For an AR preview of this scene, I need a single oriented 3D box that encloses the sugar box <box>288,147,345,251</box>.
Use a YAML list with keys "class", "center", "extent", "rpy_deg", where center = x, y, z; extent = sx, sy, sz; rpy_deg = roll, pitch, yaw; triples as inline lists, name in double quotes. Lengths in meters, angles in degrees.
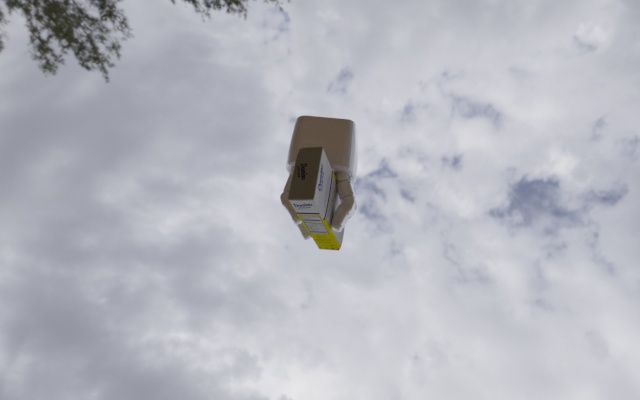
- class: "sugar box"
  center: [0.000, 0.002, 0.760]
  extent: [0.048, 0.093, 0.176]
  rpy_deg: [-1, -31, 19]
